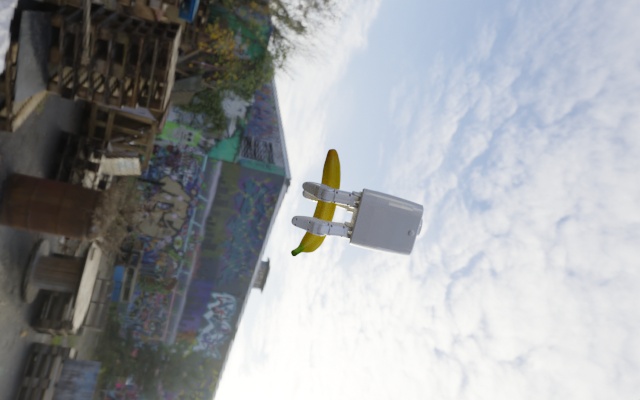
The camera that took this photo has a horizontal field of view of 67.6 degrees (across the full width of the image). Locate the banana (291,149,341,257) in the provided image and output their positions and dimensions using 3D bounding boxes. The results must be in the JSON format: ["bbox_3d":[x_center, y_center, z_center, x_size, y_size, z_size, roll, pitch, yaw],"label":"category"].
[{"bbox_3d":[0.004,0.010,0.836,0.037,0.198,0.070,16,-8,20],"label":"banana"}]
